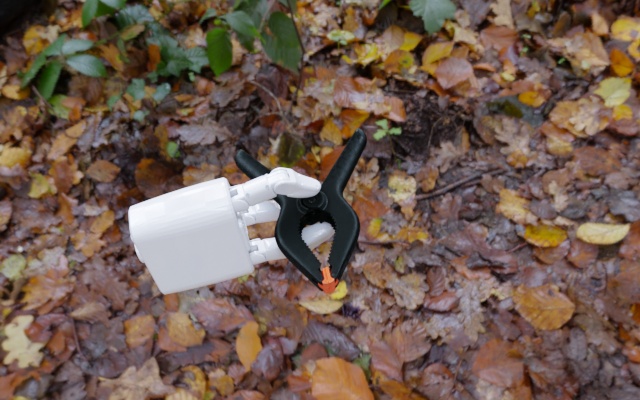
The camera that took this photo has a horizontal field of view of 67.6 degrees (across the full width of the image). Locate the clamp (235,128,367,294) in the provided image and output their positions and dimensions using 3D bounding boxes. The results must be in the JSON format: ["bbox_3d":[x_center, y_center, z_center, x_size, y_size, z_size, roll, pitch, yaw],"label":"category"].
[{"bbox_3d":[0.000,0.002,0.546,0.164,0.209,0.036,-17,-34,-5],"label":"clamp"}]
